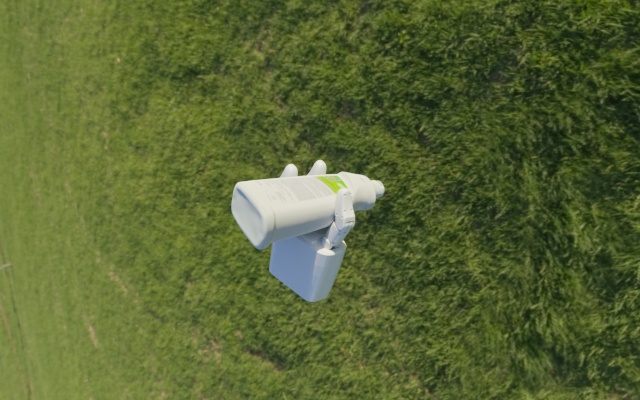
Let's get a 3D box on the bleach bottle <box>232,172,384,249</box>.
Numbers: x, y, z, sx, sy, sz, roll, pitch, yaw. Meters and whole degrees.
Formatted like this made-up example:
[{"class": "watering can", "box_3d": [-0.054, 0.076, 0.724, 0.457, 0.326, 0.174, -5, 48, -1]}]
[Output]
[{"class": "bleach bottle", "box_3d": [0.000, 0.002, 0.719, 0.251, 0.068, 0.102, -9, 40, -35]}]
